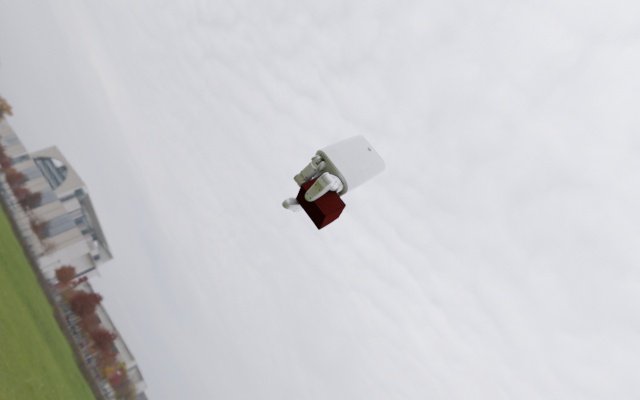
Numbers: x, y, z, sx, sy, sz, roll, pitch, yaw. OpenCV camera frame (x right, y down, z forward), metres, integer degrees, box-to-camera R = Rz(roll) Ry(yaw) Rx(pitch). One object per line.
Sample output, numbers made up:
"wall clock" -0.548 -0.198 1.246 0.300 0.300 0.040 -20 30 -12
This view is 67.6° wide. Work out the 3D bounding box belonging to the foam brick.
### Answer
"foam brick" 0.000 0.003 0.876 0.051 0.078 0.053 -27 -20 -30
